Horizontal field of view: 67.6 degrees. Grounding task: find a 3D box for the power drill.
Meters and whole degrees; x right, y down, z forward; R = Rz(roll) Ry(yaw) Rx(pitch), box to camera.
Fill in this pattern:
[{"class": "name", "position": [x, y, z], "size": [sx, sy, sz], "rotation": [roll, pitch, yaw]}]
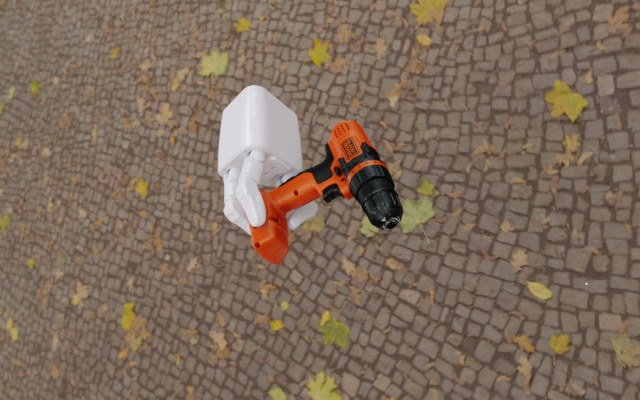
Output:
[{"class": "power drill", "position": [0.000, 0.002, 0.596], "size": [0.188, 0.184, 0.057], "rotation": [-32, -48, 12]}]
